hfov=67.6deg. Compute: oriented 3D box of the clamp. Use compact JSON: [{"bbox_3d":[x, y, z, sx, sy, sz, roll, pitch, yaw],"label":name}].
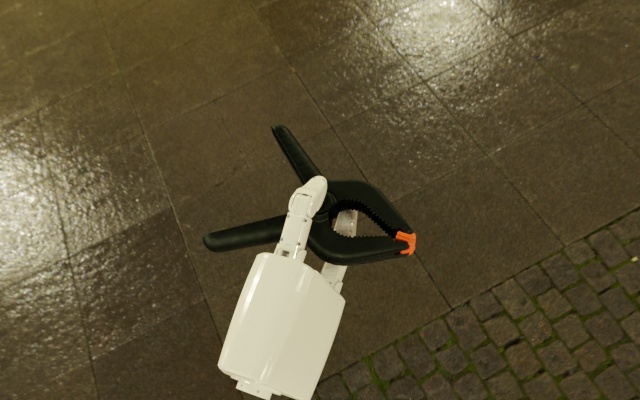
[{"bbox_3d":[0.000,0.002,0.499,0.210,0.164,0.036,13,-24,16],"label":"clamp"}]
